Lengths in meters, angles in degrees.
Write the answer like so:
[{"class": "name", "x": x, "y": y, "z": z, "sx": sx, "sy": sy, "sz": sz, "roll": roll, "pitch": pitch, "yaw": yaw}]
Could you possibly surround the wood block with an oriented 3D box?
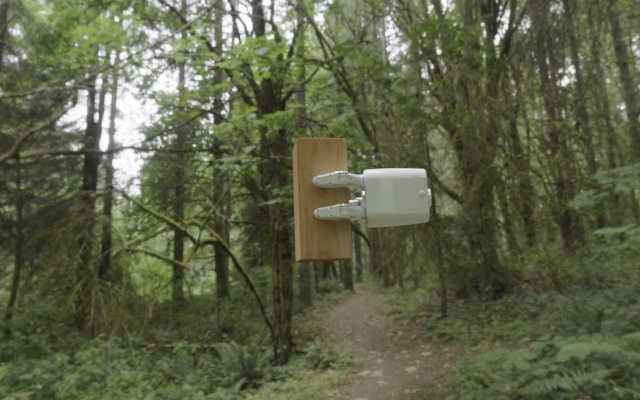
[{"class": "wood block", "x": 0.000, "y": 0.003, "z": 0.843, "sx": 0.090, "sy": 0.206, "sz": 0.091, "roll": -1, "pitch": -10, "yaw": -7}]
